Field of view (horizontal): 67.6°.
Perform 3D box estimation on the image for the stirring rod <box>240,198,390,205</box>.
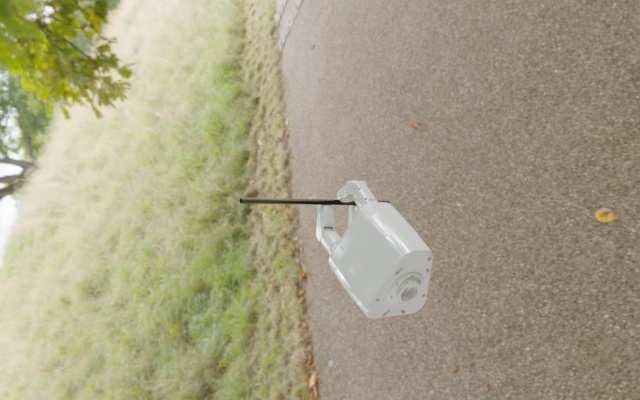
[{"bbox_3d":[0.000,0.002,0.692,0.239,0.011,0.011,1,-1,-28],"label":"stirring rod"}]
